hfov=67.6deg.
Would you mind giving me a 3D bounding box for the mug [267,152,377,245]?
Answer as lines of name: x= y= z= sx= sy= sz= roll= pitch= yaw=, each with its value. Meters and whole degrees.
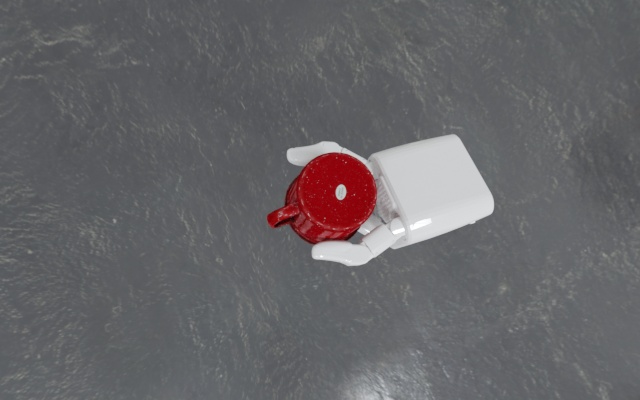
mug: x=-0.001 y=0.002 z=0.499 sx=0.117 sy=0.093 sz=0.081 roll=-17 pitch=-8 yaw=-12
